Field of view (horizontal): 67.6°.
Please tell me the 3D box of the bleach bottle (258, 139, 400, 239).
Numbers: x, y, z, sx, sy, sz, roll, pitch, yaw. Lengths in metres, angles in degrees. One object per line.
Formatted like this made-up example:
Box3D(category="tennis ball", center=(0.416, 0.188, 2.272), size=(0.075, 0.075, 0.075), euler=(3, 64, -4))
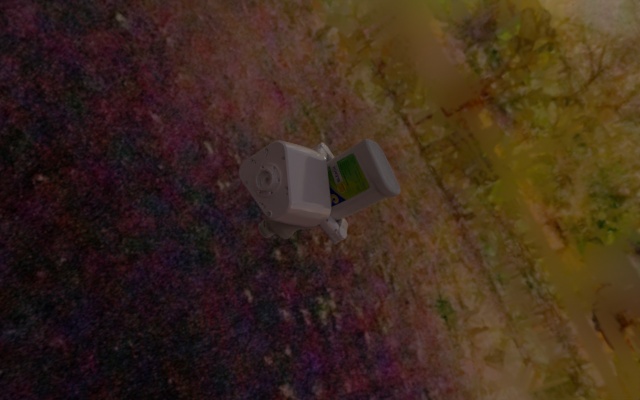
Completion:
Box3D(category="bleach bottle", center=(0.000, 0.002, 0.791), size=(0.251, 0.102, 0.068), euler=(-31, -20, 25))
